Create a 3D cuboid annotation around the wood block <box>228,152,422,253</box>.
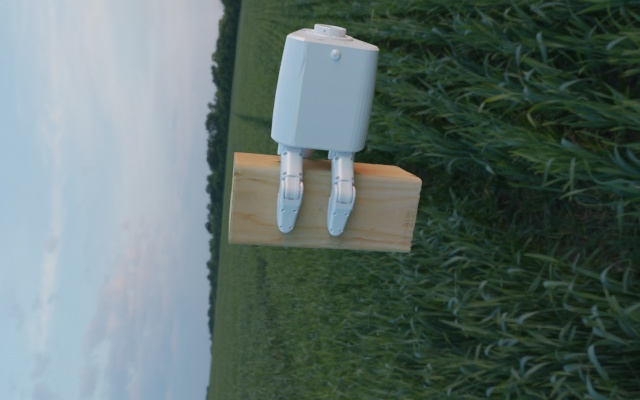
[{"bbox_3d":[0.000,0.001,0.561,0.206,0.090,0.090,4,13,-11],"label":"wood block"}]
